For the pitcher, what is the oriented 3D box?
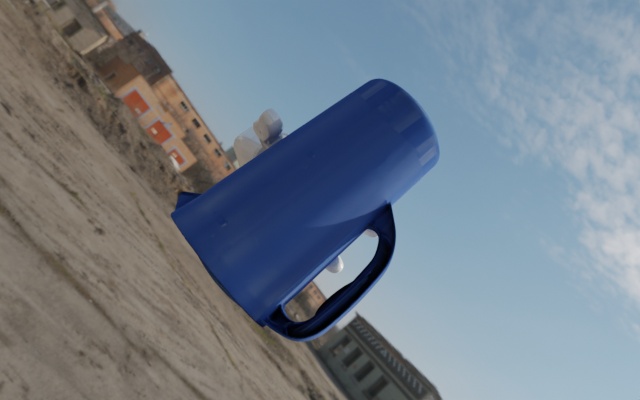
[{"bbox_3d":[0.000,0.001,0.453,0.243,0.149,0.145,-39,25,-10],"label":"pitcher"}]
